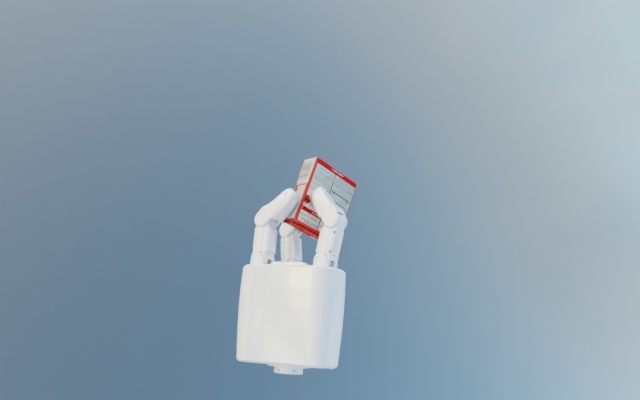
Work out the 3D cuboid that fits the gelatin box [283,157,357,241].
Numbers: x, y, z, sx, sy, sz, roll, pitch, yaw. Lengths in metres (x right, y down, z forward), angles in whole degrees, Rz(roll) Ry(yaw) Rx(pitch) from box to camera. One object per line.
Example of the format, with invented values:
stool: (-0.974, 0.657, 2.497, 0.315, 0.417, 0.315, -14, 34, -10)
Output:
gelatin box: (0.000, 0.002, 0.594, 0.073, 0.089, 0.030, 32, -22, -33)
